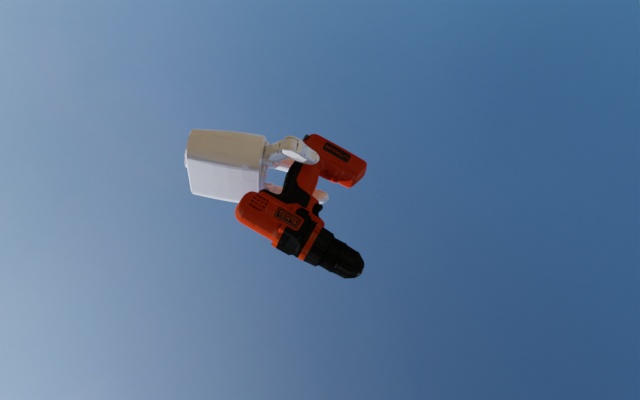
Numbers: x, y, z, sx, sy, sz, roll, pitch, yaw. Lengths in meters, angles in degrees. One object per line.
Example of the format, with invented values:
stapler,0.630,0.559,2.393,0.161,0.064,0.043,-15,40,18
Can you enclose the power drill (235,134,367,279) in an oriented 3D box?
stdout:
power drill,0.000,0.002,0.666,0.184,0.187,0.057,30,-41,-1
